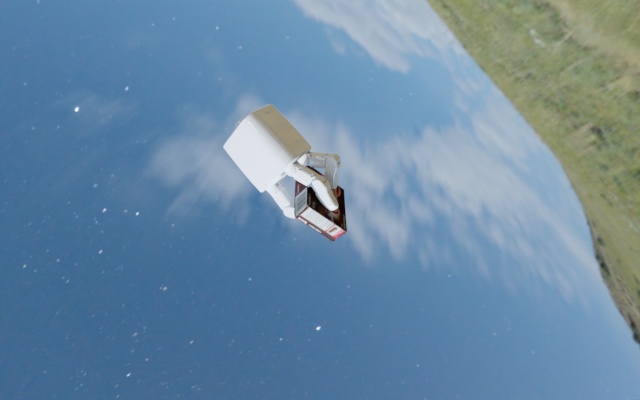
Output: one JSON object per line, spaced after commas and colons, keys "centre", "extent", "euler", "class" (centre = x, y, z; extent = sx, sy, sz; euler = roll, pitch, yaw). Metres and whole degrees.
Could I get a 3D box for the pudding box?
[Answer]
{"centre": [0.000, 0.003, 0.813], "extent": [0.090, 0.113, 0.039], "euler": [33, -55, -27], "class": "pudding box"}
